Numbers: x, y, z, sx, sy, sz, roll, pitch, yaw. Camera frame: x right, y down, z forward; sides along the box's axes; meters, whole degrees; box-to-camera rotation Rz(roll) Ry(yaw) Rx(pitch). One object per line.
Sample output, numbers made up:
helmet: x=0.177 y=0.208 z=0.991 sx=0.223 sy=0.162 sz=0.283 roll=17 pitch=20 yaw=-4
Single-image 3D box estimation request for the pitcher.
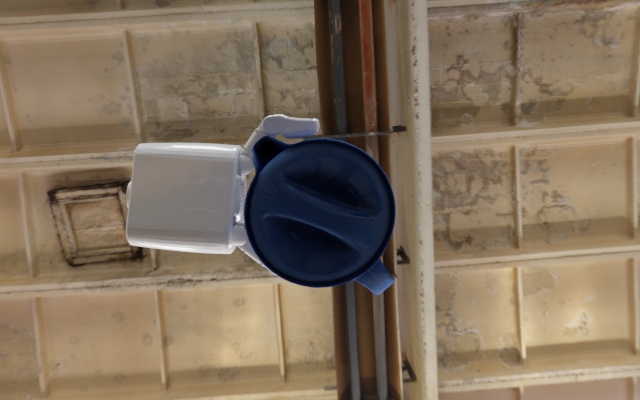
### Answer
pitcher: x=0.000 y=0.002 z=0.529 sx=0.145 sy=0.149 sz=0.243 roll=3 pitch=10 yaw=-3
